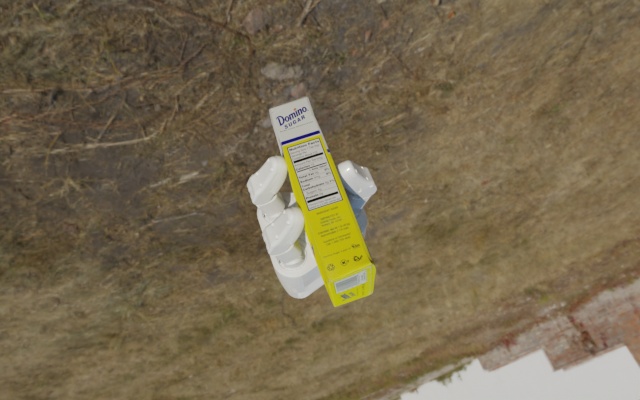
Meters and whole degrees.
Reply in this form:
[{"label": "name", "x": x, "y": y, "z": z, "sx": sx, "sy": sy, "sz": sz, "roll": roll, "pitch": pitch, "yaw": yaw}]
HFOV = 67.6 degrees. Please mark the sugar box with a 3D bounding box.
[{"label": "sugar box", "x": 0.000, "y": 0.002, "z": 0.446, "sx": 0.048, "sy": 0.176, "sz": 0.093, "roll": -20, "pitch": -25, "yaw": -5}]
